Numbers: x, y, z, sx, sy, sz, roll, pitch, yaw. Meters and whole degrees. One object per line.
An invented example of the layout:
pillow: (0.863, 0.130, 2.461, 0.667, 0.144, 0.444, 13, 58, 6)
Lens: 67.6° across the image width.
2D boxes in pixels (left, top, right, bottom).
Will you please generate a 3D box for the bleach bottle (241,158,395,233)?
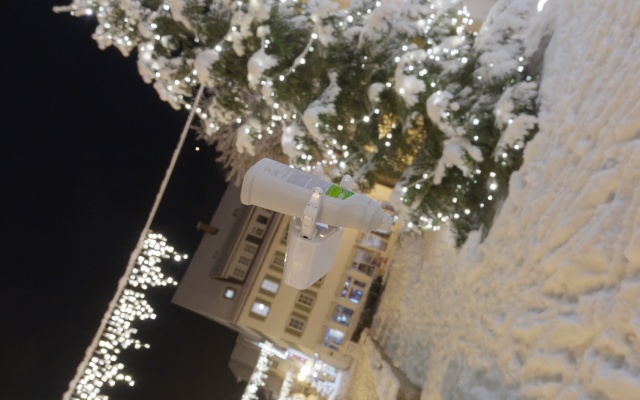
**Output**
bleach bottle: (0.000, 0.003, 0.808, 0.251, 0.068, 0.102, 19, 29, 9)
